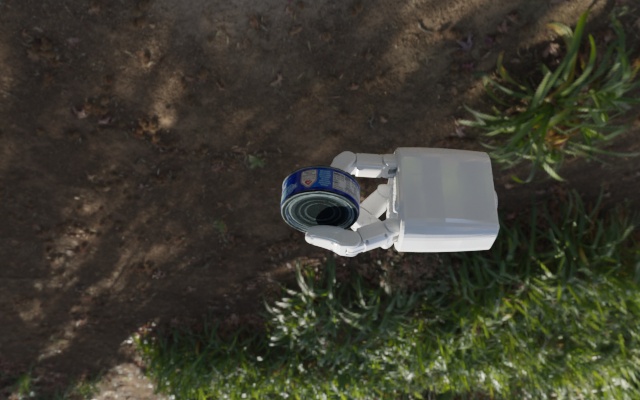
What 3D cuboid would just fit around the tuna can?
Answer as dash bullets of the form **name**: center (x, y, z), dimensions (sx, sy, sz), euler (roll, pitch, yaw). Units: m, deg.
- **tuna can**: center (0.000, 0.002, 0.514), dimensions (0.086, 0.033, 0.086), euler (3, -35, 2)
